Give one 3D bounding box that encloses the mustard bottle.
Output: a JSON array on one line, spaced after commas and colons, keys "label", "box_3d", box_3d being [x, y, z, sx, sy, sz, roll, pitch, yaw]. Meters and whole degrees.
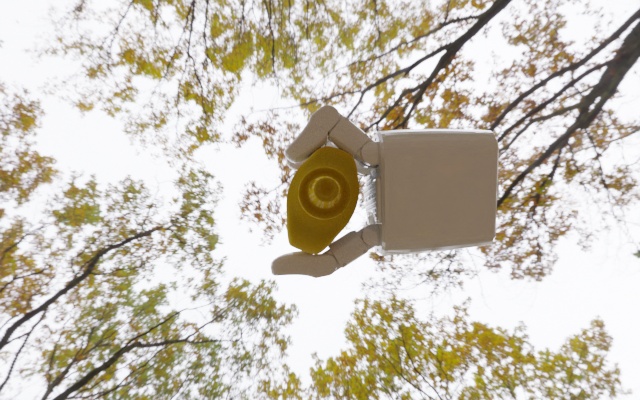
[{"label": "mustard bottle", "box_3d": [0.000, 0.001, 0.440, 0.058, 0.096, 0.191, 21, -6, -1]}]
